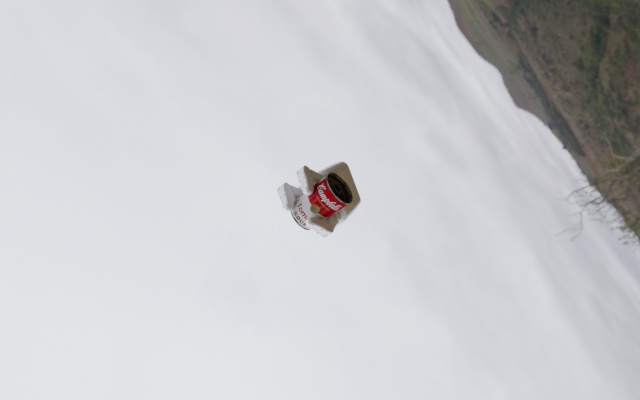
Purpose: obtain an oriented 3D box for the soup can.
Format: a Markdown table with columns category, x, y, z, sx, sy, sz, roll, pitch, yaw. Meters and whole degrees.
| category | x | y | z | sx | sy | sz | roll | pitch | yaw |
| --- | --- | --- | --- | --- | --- | --- | --- | --- | --- |
| soup can | 0.000 | 0.003 | 0.897 | 0.102 | 0.068 | 0.068 | -36 | -19 | 29 |
